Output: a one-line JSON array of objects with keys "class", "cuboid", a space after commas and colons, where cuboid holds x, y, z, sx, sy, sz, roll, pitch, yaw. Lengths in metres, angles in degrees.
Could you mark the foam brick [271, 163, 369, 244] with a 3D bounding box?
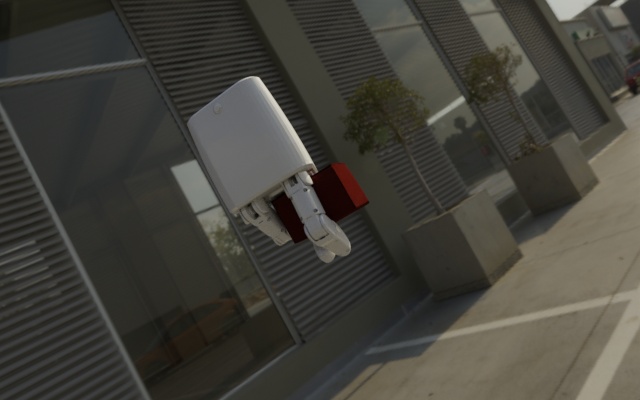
[{"class": "foam brick", "cuboid": [0.000, 0.002, 0.492, 0.078, 0.051, 0.053, -31, -5, 19]}]
